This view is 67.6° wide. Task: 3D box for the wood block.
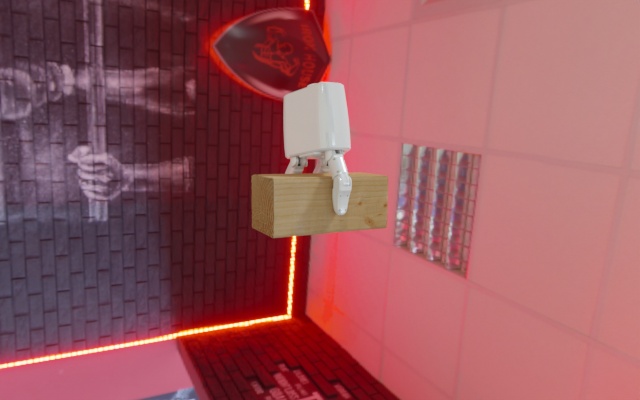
[{"bbox_3d":[0.000,0.002,0.779,0.206,0.090,0.091,-3,8,-28],"label":"wood block"}]
